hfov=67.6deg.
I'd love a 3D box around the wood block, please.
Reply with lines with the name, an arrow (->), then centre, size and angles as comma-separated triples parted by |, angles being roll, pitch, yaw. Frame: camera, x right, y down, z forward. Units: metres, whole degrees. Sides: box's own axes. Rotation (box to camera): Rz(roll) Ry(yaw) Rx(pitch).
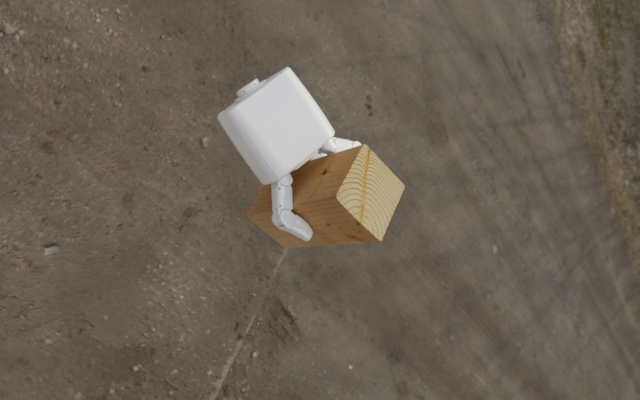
wood block -> 0.000, 0.002, 0.665 | 0.090, 0.090, 0.206 | 43, -31, -25
